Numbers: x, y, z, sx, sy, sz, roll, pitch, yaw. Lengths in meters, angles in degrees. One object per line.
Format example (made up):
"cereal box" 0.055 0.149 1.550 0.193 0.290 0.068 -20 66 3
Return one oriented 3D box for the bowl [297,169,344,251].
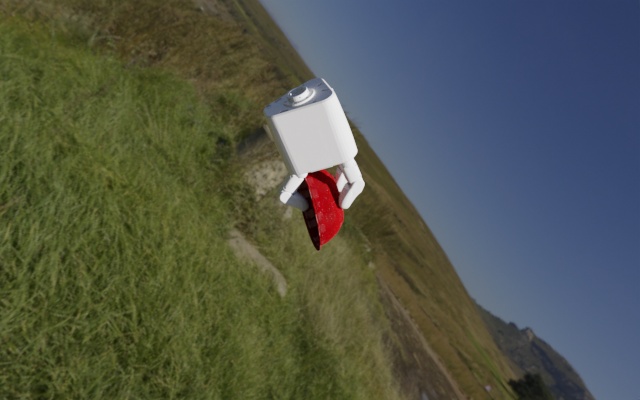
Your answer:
"bowl" 0.001 0.003 0.827 0.055 0.162 0.162 -14 2 -10
